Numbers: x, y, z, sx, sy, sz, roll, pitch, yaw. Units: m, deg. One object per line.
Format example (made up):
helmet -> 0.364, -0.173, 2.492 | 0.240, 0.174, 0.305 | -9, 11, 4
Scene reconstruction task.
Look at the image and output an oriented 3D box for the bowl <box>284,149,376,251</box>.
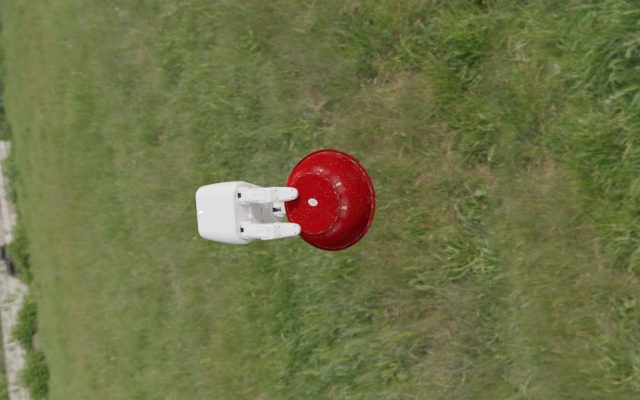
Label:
bowl -> 0.001, 0.002, 0.729 | 0.162, 0.162, 0.055 | 0, 5, 29
